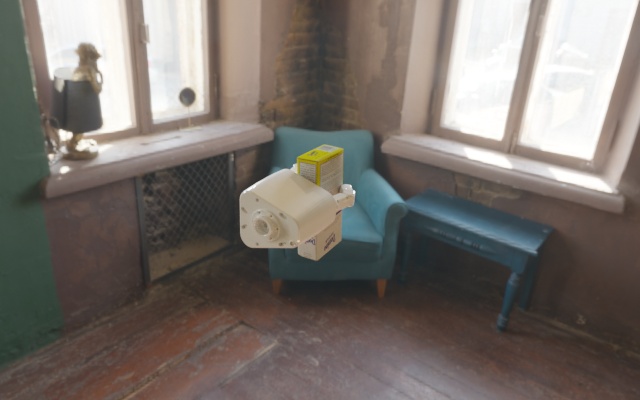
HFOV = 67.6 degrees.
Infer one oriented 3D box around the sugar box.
[{"bbox_3d":[0.000,0.002,0.807,0.048,0.176,0.093,15,26,26],"label":"sugar box"}]
